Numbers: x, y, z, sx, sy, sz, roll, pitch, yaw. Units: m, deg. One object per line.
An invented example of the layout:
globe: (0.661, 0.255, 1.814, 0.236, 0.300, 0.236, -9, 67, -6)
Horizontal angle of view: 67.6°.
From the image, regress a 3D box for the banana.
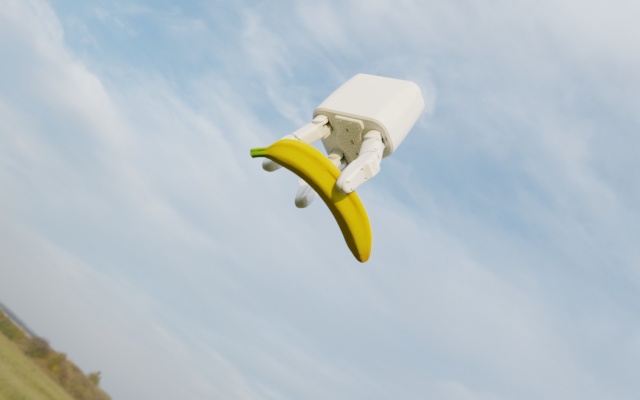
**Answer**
banana: (0.008, -0.007, 0.561, 0.070, 0.198, 0.037, -31, 16, 50)
